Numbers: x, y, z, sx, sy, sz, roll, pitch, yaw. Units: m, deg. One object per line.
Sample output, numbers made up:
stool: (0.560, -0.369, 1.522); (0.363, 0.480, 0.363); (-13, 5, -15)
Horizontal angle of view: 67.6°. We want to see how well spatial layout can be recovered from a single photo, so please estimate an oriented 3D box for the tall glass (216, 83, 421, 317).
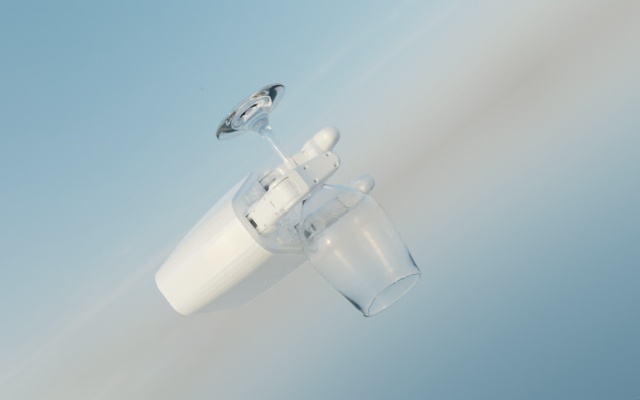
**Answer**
tall glass: (0.000, 0.001, 0.410); (0.079, 0.201, 0.079); (-38, -4, -3)
